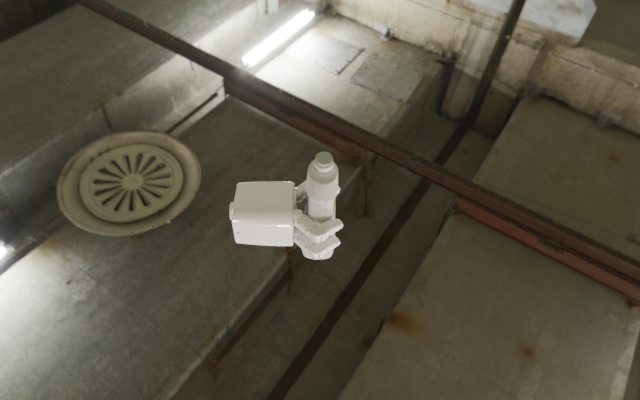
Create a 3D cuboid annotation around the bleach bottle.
[{"bbox_3d":[0.000,0.003,0.860,0.068,0.102,0.251,2,-38,-2],"label":"bleach bottle"}]
